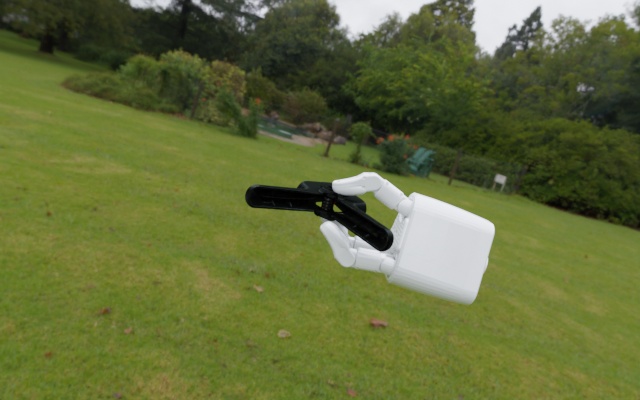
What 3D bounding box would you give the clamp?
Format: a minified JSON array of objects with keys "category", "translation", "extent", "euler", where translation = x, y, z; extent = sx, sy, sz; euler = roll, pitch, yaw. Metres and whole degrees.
[{"category":"clamp","translation":[0.001,0.001,0.589],"extent":[0.164,0.036,0.210],"euler":[18,11,-2]}]
